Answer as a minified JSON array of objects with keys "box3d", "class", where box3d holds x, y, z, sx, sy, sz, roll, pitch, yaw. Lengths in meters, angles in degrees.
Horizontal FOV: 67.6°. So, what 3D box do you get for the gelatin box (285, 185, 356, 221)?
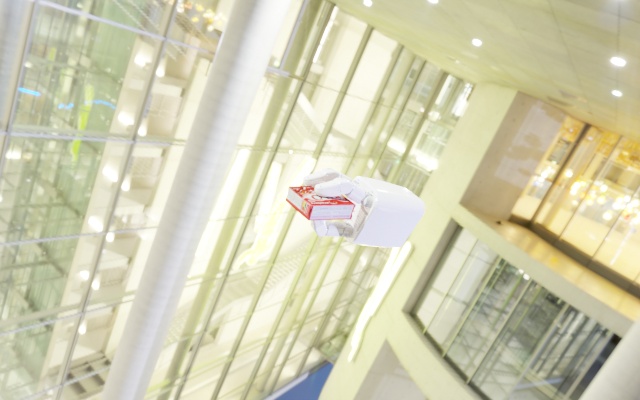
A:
[{"box3d":[0.000,0.003,0.767,0.089,0.030,0.073,-1,26,-36],"class":"gelatin box"}]
